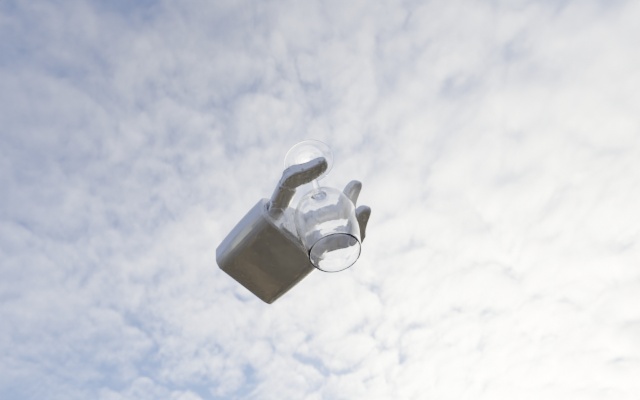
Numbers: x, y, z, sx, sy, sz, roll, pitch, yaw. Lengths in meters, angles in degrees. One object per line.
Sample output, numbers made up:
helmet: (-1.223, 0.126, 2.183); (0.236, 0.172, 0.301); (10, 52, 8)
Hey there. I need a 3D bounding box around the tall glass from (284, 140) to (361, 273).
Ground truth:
tall glass: (0.000, 0.002, 0.622); (0.079, 0.079, 0.201); (0, 36, -12)
